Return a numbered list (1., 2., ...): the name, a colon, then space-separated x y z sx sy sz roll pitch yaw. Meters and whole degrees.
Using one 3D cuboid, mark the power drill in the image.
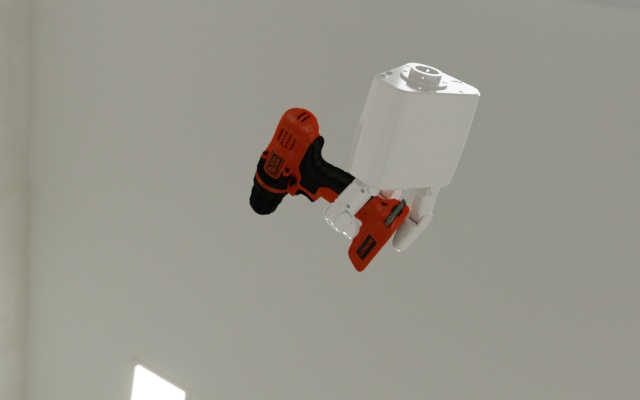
1. power drill: 0.001 0.002 0.588 0.057 0.187 0.184 -47 -8 -40
